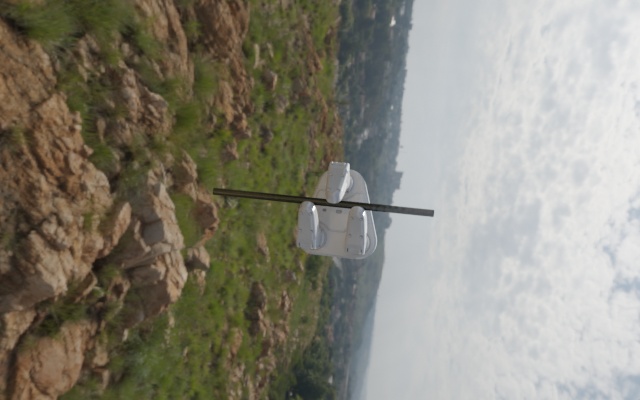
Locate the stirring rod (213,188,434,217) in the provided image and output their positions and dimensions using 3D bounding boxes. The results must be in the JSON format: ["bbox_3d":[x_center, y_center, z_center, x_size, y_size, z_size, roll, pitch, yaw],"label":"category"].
[{"bbox_3d":[0.000,0.002,0.516,0.239,0.011,0.011,6,1,7],"label":"stirring rod"}]
